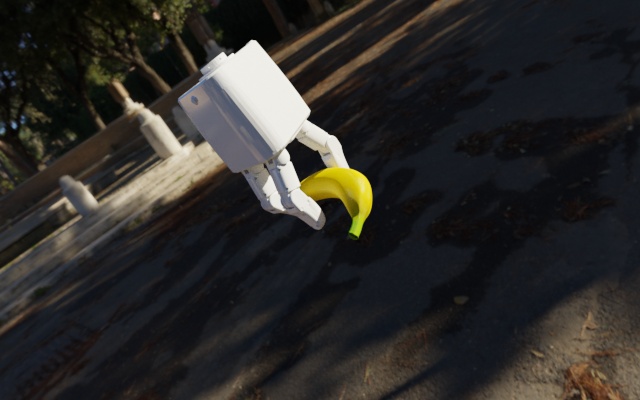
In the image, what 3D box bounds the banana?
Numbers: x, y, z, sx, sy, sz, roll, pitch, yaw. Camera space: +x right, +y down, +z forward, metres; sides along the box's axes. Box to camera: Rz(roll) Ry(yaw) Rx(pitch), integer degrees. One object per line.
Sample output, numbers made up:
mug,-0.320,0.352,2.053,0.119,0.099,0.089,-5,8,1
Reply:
banana,0.014,-0.011,0.578,0.037,0.069,0.197,47,-8,-22
